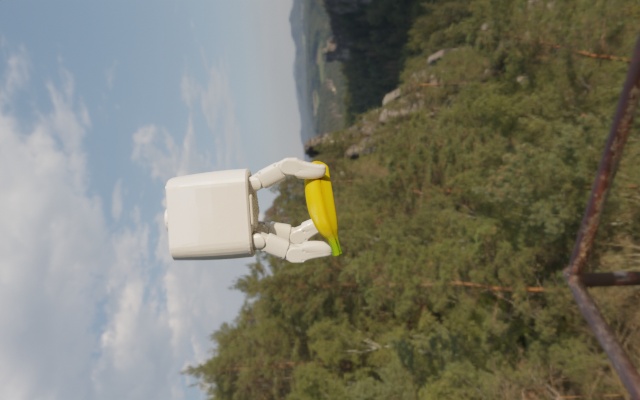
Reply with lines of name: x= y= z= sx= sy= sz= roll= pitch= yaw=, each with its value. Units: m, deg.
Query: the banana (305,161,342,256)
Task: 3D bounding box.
banana: x=-0.002 y=-0.011 z=0.661 sx=0.037 sy=0.070 sz=0.197 roll=-8 pitch=37 yaw=0
